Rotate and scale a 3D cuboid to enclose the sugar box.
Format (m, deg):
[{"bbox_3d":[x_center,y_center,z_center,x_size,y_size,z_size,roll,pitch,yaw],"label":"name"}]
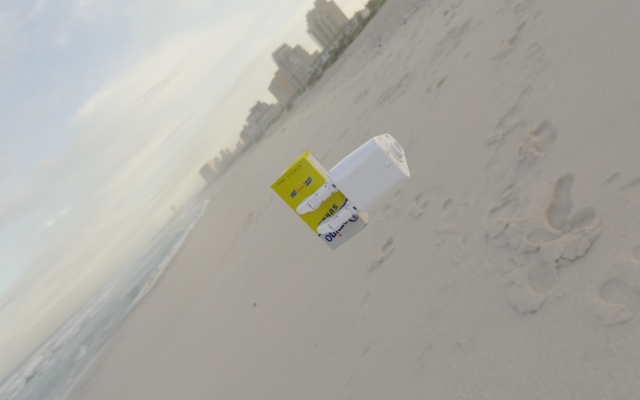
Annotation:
[{"bbox_3d":[0.000,0.003,0.897,0.093,0.176,0.048,-39,11,24],"label":"sugar box"}]
